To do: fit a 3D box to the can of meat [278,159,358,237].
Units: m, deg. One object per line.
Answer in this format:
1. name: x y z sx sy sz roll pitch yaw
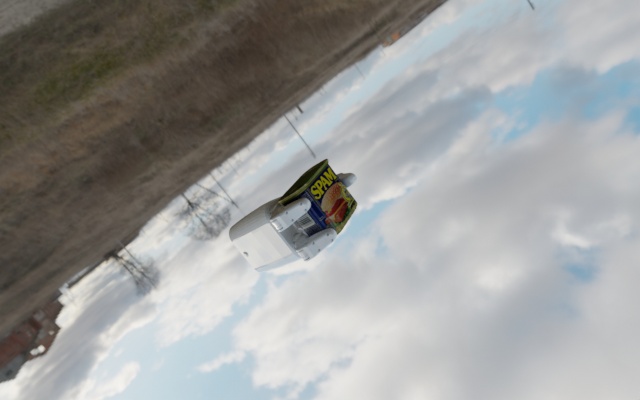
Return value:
1. can of meat: 0.000 0.002 0.683 0.057 0.084 0.102 -29 14 37
